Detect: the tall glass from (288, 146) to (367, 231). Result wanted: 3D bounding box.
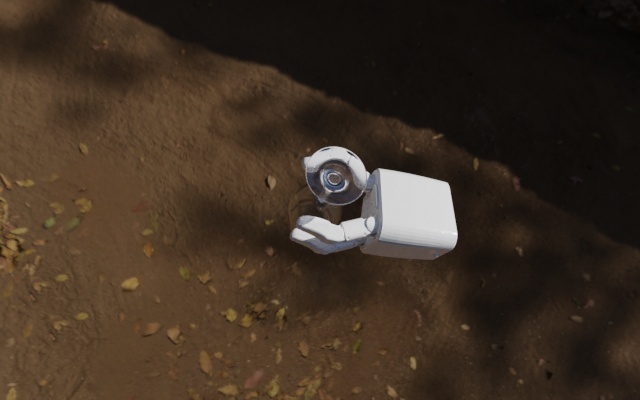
[{"bbox_3d":[0.000,0.002,0.648,0.079,0.079,0.201,0,-19,-12],"label":"tall glass"}]
